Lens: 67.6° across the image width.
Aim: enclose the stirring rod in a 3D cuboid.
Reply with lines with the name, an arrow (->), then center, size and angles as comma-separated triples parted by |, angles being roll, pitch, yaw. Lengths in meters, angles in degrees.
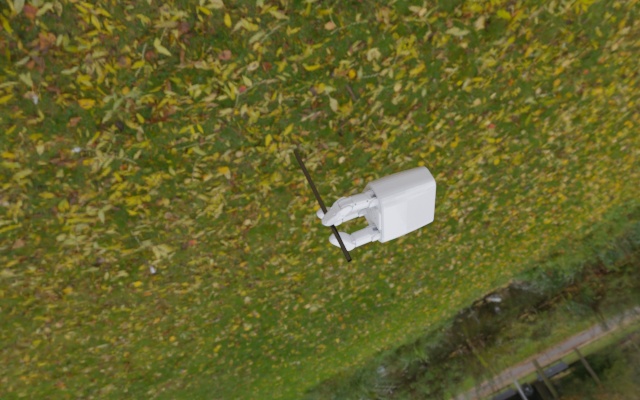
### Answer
stirring rod -> 0.000, 0.003, 0.820 | 0.011, 0.239, 0.011 | -19, -31, -12
